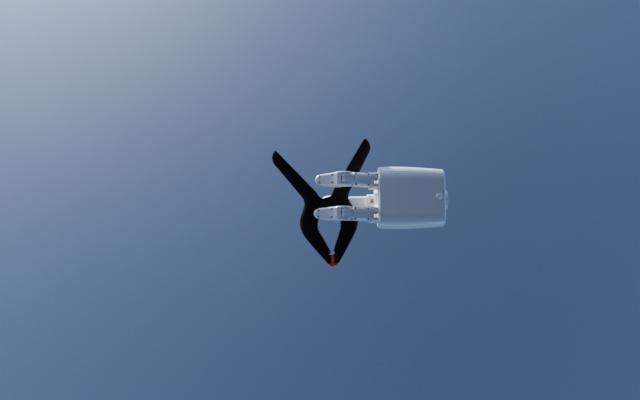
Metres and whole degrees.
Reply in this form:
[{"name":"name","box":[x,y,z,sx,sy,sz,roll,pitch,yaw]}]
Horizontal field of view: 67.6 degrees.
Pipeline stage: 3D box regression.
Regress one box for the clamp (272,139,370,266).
[{"name":"clamp","box":[0.000,0.003,0.790,0.164,0.210,0.036,0,-6,6]}]
